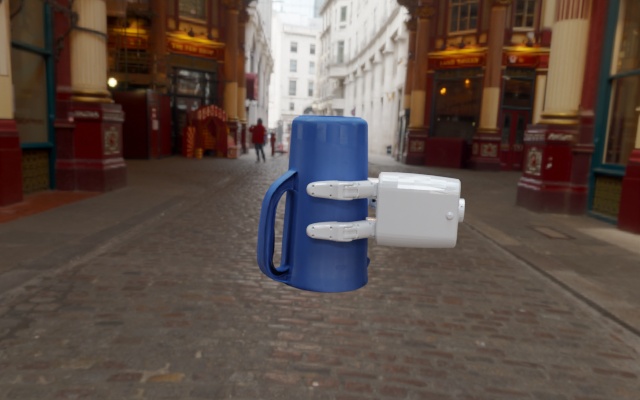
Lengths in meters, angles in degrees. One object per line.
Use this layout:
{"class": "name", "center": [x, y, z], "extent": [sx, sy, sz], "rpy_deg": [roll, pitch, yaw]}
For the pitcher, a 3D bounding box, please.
{"class": "pitcher", "center": [0.000, 0.002, 0.683], "extent": [0.145, 0.243, 0.149], "rpy_deg": [4, 9, 12]}
